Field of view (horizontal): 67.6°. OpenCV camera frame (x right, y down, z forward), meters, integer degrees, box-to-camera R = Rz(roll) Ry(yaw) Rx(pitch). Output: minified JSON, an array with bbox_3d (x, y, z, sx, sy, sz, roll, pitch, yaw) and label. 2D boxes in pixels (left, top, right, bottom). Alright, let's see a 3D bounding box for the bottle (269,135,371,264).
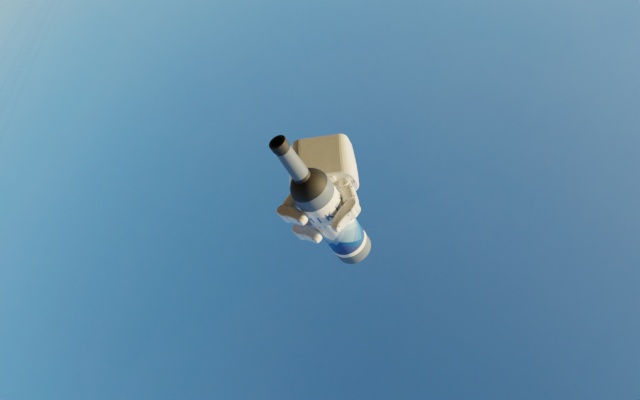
[{"bbox_3d":[0.000,0.003,0.782,0.069,0.069,0.296,0,-36,32],"label":"bottle"}]
